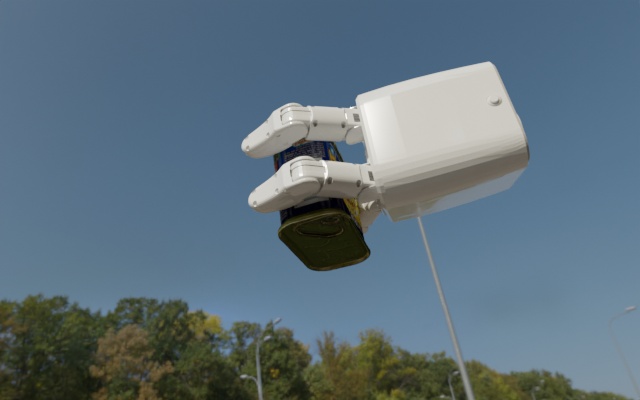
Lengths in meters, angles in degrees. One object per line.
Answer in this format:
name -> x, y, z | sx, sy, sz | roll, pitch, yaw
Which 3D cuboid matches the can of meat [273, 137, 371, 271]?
can of meat -> 0.000, 0.001, 0.403 | 0.057, 0.084, 0.102 | -16, -31, 12
